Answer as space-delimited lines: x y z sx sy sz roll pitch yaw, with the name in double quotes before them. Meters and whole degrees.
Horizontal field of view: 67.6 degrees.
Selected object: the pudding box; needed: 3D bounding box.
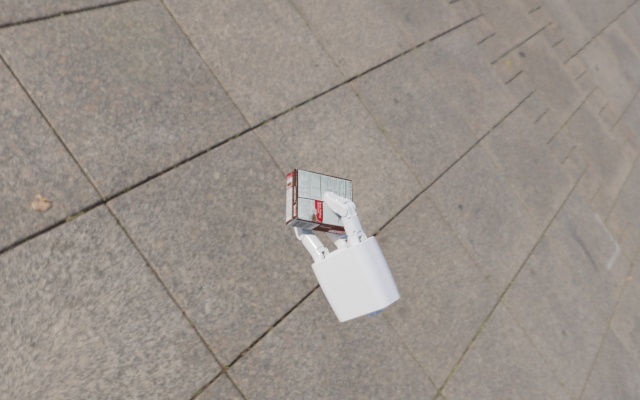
"pudding box" 0.000 0.003 0.787 0.113 0.090 0.039 12 -24 -30
